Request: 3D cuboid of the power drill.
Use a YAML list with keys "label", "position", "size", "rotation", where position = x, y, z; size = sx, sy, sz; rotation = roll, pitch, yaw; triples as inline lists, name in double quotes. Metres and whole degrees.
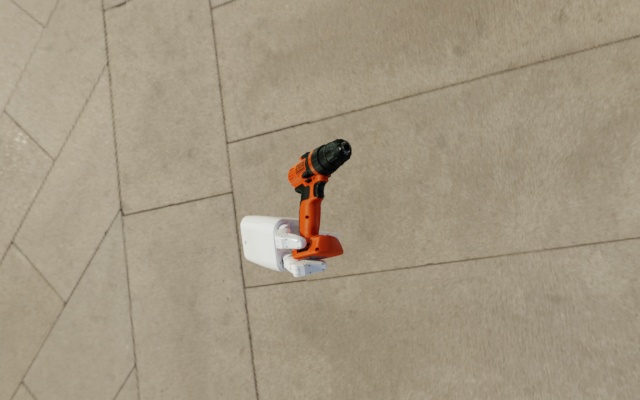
- label: "power drill"
  position: [0.000, 0.003, 0.811]
  size: [0.057, 0.187, 0.184]
  rotation: [7, -16, -25]
